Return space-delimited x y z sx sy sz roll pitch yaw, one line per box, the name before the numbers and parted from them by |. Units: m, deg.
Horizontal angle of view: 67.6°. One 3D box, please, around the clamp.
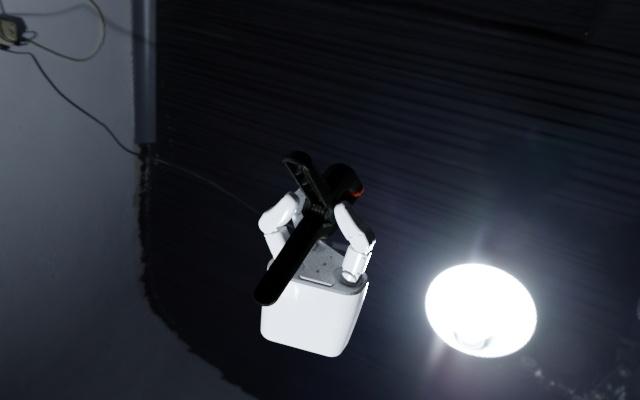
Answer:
clamp | 0.001 0.002 0.524 0.036 0.165 0.210 24 30 18
